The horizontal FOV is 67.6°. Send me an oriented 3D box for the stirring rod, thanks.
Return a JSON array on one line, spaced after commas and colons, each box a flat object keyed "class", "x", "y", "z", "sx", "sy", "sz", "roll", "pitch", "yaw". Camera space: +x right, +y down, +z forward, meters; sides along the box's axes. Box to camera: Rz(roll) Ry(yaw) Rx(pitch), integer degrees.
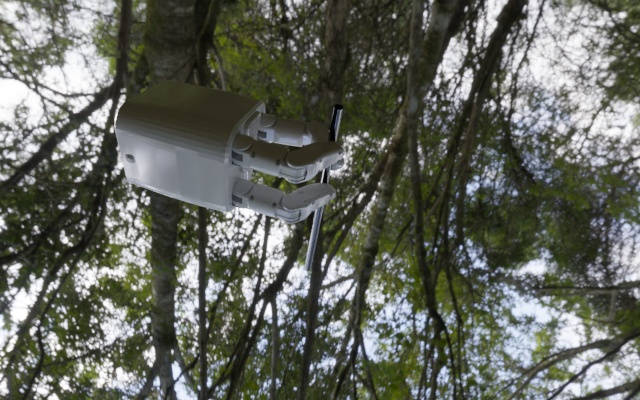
[{"class": "stirring rod", "x": 0.000, "y": 0.002, "z": 0.495, "sx": 0.011, "sy": 0.011, "sz": 0.240, "roll": 0, "pitch": -42, "yaw": -10}]
